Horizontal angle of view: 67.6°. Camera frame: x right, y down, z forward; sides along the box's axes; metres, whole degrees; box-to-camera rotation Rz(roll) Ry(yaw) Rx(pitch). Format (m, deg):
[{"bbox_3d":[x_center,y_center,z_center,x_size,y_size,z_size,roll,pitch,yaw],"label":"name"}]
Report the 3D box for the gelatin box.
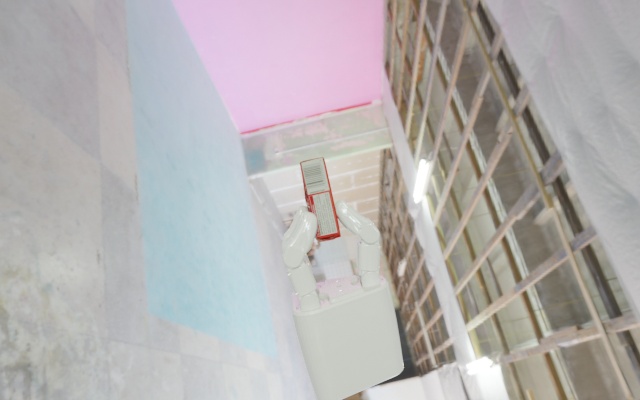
[{"bbox_3d":[0.000,0.001,0.543,0.030,0.089,0.073,-12,-6,1],"label":"gelatin box"}]
